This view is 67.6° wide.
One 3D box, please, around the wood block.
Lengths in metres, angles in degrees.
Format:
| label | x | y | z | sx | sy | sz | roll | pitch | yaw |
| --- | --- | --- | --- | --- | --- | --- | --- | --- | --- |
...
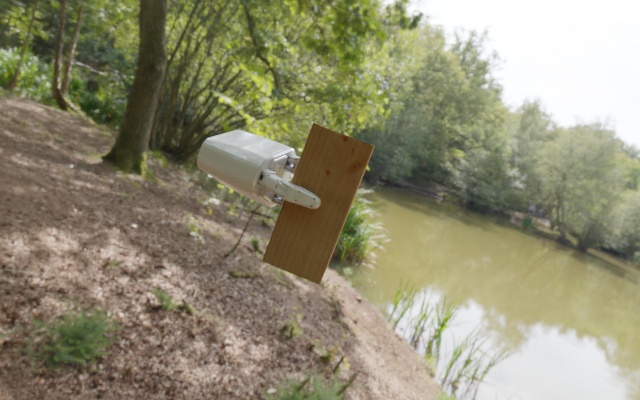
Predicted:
| label | x | y | z | sx | sy | sz | roll | pitch | yaw |
| --- | --- | --- | --- | --- | --- | --- | --- | --- | --- |
| wood block | 0.000 | 0.002 | 0.693 | 0.090 | 0.206 | 0.091 | 21 | 8 | 5 |
